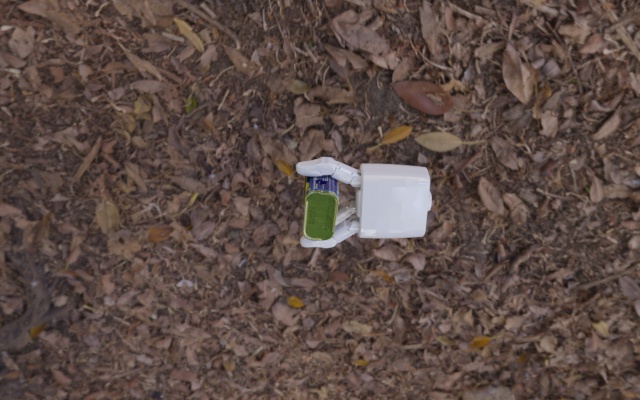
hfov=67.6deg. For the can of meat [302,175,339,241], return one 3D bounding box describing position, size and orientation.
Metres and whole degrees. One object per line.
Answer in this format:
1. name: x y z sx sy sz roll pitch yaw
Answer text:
1. can of meat: 0.000 0.003 0.767 0.057 0.102 0.084 4 36 -2
